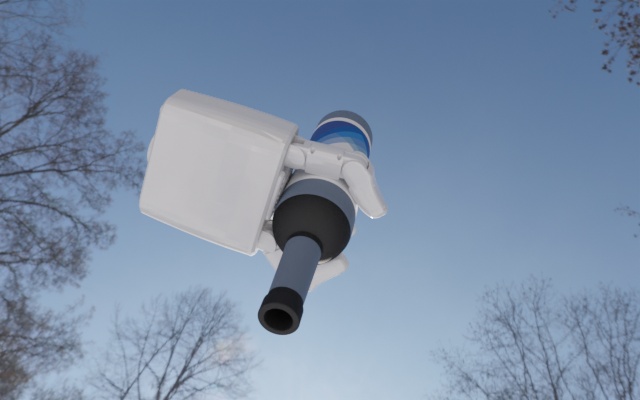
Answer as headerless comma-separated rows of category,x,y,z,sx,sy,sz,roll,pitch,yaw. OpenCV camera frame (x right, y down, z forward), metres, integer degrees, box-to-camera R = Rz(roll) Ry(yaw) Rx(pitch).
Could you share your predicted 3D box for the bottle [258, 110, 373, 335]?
bottle,0.000,0.001,0.422,0.069,0.069,0.295,0,30,12
